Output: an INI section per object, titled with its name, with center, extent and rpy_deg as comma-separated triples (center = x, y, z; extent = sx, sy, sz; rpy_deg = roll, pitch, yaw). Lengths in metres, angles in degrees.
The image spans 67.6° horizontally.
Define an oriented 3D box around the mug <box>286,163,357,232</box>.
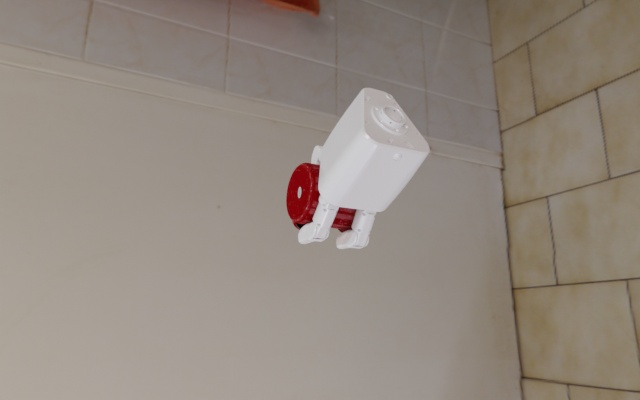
[mug]
center = -0.001, 0.003, 0.656
extent = 0.081, 0.093, 0.117
rpy_deg = 9, -44, -27
